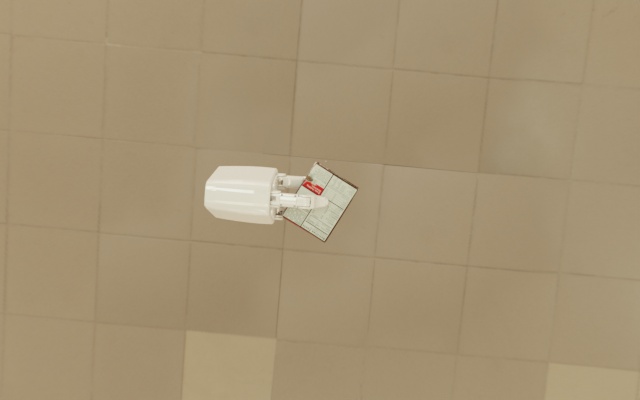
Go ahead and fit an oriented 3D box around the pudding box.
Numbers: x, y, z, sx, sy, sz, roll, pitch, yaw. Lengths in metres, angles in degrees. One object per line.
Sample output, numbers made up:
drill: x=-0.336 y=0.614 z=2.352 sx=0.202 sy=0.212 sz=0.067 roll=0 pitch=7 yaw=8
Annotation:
pudding box: x=0.000 y=0.003 z=0.823 sx=0.090 sy=0.113 sz=0.039 roll=32 pitch=5 yaw=-1
